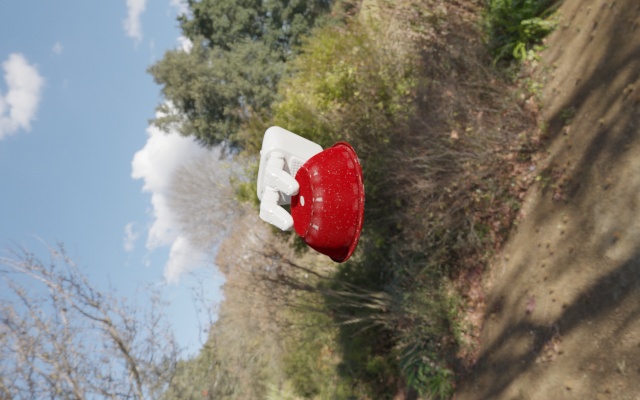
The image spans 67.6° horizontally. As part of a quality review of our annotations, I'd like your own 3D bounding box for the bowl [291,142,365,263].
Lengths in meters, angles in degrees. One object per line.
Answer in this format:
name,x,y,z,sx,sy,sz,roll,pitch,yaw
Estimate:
bowl,0.000,0.002,0.627,0.055,0.162,0.162,1,0,-21
